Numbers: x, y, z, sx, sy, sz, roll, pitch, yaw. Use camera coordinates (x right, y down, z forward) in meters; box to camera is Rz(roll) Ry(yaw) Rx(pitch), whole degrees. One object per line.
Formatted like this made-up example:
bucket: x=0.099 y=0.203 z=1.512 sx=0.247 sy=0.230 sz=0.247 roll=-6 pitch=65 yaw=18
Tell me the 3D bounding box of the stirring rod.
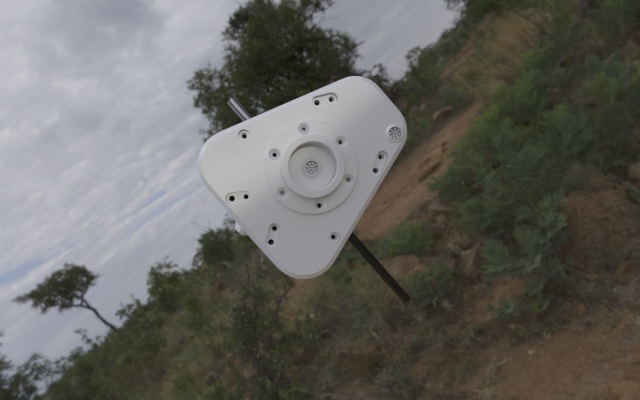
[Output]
stirring rod: x=0.000 y=0.001 z=0.429 sx=0.011 sy=0.239 sz=0.011 roll=-41 pitch=4 yaw=3
